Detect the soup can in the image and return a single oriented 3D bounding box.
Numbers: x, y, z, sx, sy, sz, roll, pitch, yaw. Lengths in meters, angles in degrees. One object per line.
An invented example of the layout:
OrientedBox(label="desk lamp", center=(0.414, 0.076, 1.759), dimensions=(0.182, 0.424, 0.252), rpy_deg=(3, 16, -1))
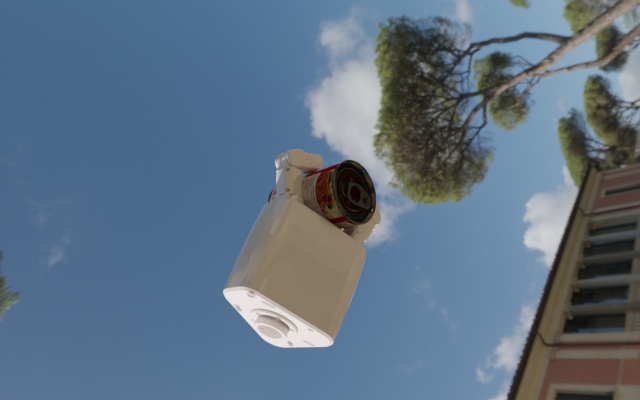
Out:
OrientedBox(label="soup can", center=(0.000, 0.001, 0.521), dimensions=(0.102, 0.068, 0.068), rpy_deg=(-16, -11, 41))
